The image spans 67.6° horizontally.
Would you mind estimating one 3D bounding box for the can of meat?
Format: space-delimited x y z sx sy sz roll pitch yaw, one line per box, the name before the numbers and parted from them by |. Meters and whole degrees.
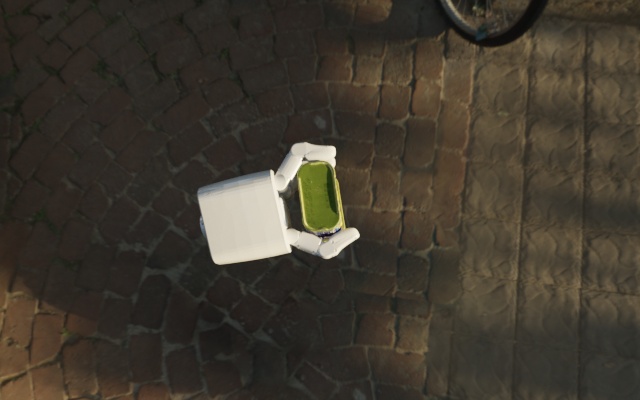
can of meat | 0.000 0.002 0.667 0.057 0.102 0.084 -9 -13 3
